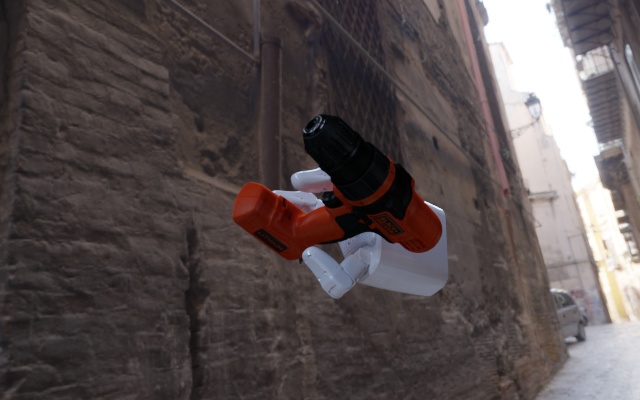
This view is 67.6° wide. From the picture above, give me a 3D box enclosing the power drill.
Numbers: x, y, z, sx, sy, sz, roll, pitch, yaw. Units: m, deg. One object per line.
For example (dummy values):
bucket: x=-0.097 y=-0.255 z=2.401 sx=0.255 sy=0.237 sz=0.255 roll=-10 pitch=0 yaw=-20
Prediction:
power drill: x=0.000 y=0.002 z=0.470 sx=0.187 sy=0.057 sz=0.184 roll=-12 pitch=-43 yaw=41
